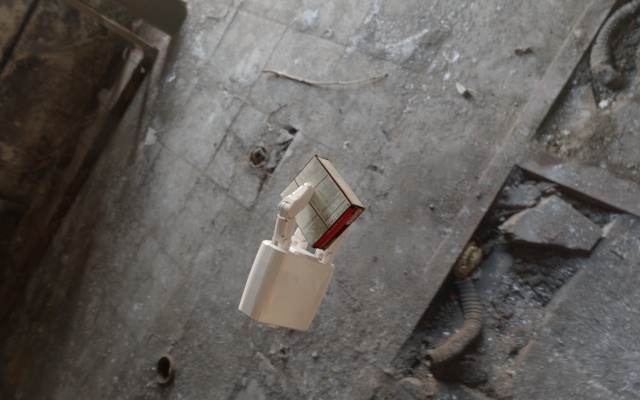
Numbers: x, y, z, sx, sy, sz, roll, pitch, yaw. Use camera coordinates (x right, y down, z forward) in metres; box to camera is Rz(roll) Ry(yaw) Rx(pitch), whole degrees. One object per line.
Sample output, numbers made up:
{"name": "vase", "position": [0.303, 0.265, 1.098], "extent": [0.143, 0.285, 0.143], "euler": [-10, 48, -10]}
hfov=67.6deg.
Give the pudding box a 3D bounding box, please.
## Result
{"name": "pudding box", "position": [0.000, 0.002, 0.695], "extent": [0.090, 0.113, 0.039], "euler": [-47, -34, 18]}
